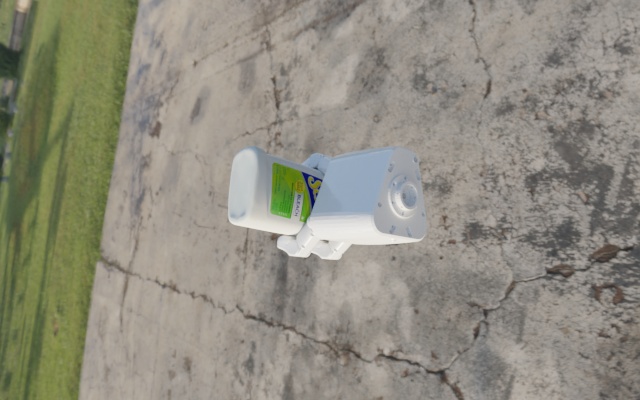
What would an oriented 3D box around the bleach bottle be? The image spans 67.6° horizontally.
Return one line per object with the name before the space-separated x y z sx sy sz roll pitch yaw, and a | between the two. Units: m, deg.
bleach bottle | 0.000 0.002 0.660 0.251 0.102 0.068 11 -12 -37
